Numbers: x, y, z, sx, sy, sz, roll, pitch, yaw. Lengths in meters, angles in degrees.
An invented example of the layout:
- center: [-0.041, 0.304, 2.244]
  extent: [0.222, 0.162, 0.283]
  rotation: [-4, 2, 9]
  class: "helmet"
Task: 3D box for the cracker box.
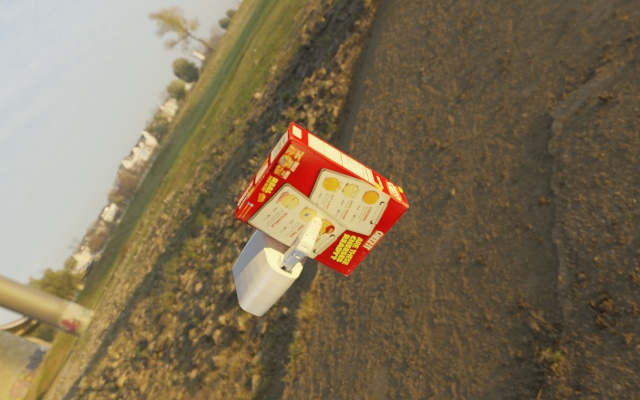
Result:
- center: [0.000, 0.002, 0.747]
  extent: [0.214, 0.164, 0.072]
  rotation: [29, 26, -18]
  class: "cracker box"
